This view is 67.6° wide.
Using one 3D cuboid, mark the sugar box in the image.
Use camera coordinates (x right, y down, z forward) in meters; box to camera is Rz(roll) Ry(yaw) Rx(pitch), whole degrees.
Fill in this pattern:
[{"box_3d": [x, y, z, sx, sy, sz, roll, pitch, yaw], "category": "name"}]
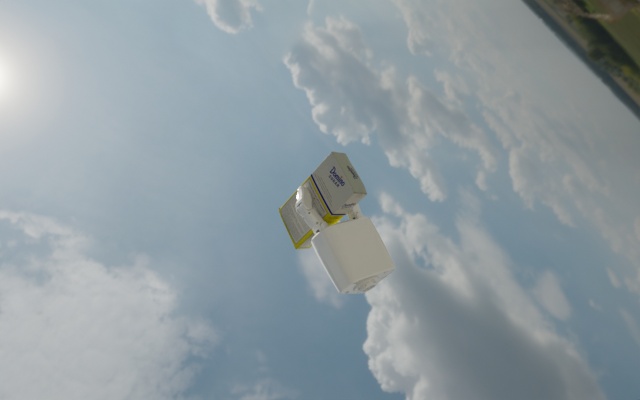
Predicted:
[{"box_3d": [0.001, 0.003, 0.867, 0.048, 0.093, 0.176, 3, -38, -48], "category": "sugar box"}]
